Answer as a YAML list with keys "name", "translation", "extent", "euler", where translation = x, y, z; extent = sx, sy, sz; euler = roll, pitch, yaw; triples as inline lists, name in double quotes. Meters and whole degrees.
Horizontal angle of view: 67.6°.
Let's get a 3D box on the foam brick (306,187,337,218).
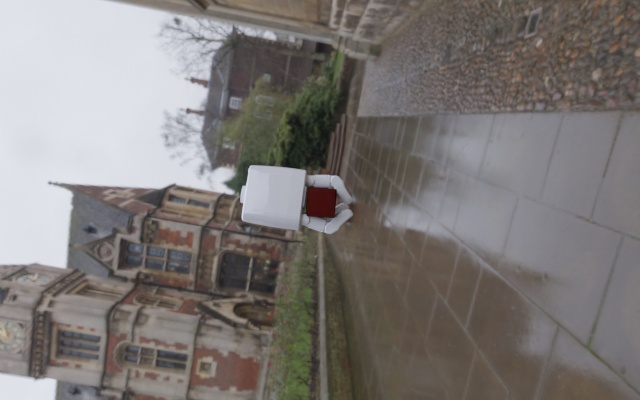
- name: "foam brick"
  translation: [0.000, 0.003, 0.872]
  extent: [0.051, 0.053, 0.078]
  euler: [4, 1, -3]
